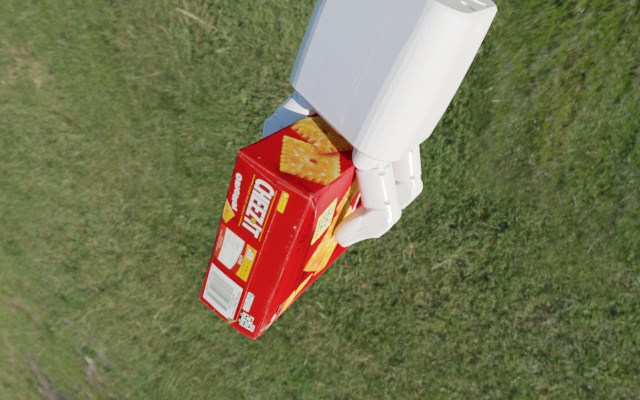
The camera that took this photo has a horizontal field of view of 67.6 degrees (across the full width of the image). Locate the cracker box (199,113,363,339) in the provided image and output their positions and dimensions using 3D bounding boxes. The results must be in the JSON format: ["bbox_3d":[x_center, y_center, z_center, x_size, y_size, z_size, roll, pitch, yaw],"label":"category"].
[{"bbox_3d":[0.000,0.001,0.431,0.072,0.164,0.213,35,38,15],"label":"cracker box"}]
